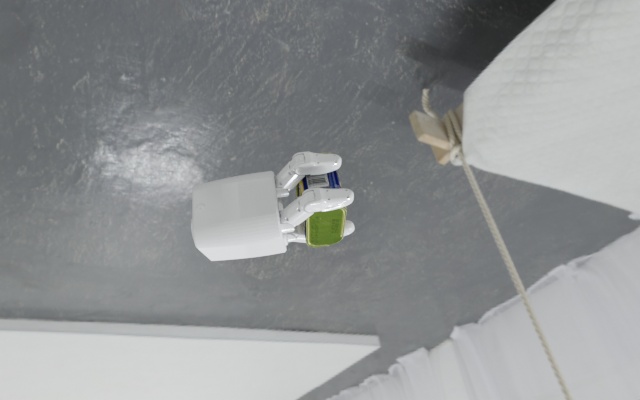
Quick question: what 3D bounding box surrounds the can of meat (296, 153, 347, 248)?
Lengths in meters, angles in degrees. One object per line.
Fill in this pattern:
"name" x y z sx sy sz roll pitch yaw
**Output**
"can of meat" 0.000 0.002 0.633 0.057 0.084 0.102 -7 -35 -6
